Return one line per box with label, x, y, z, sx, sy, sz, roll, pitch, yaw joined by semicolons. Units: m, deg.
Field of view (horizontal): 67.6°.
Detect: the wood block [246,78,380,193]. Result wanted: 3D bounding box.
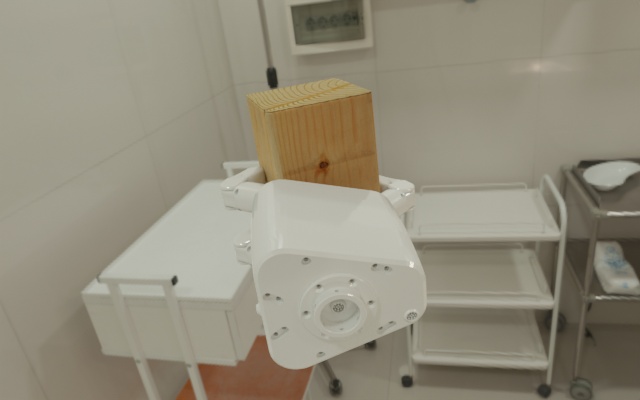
wood block;0.000;0.001;0.449;0.091;0.206;0.090;-14;25;-15
